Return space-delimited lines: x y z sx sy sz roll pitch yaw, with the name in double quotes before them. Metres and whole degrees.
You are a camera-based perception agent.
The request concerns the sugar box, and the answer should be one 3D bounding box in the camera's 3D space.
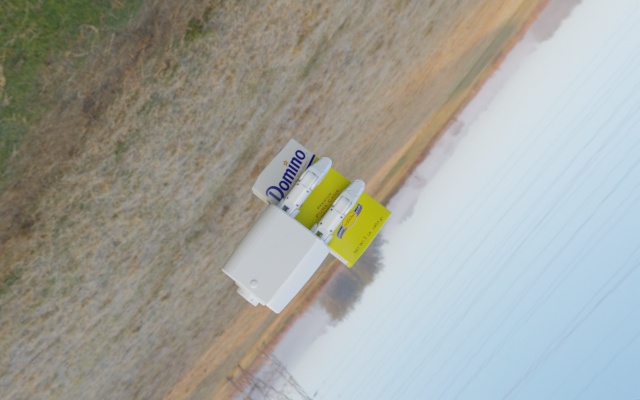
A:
"sugar box" 0.000 0.002 0.663 0.176 0.093 0.048 37 -13 4
